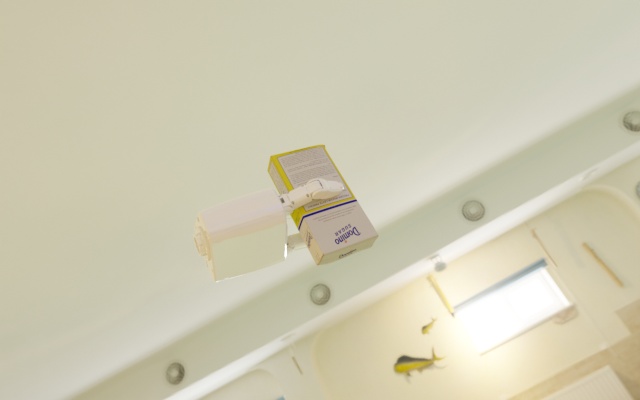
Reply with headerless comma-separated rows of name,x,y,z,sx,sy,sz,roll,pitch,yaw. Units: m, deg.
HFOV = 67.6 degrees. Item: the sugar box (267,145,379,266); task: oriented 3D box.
sugar box,0.000,0.003,0.698,0.093,0.176,0.048,-16,-26,-24
